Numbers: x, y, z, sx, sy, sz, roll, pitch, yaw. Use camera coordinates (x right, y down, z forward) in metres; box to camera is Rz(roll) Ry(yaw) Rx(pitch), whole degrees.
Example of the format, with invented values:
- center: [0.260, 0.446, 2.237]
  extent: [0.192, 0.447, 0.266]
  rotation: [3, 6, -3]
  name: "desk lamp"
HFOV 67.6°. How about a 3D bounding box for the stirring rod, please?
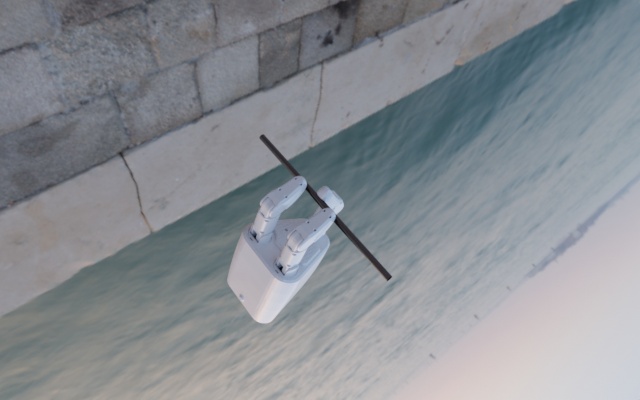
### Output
- center: [0.000, 0.002, 0.561]
  extent: [0.239, 0.011, 0.011]
  rotation: [48, 23, 22]
  name: "stirring rod"
